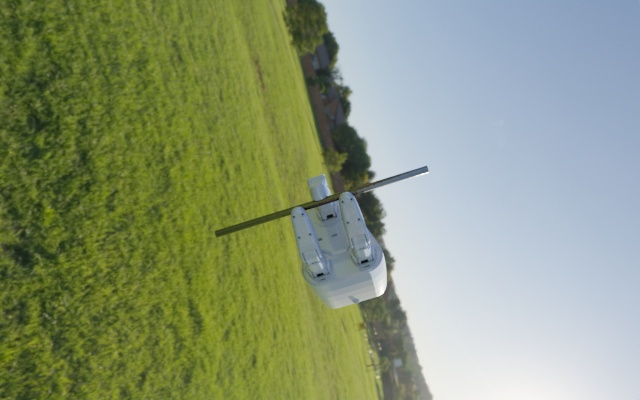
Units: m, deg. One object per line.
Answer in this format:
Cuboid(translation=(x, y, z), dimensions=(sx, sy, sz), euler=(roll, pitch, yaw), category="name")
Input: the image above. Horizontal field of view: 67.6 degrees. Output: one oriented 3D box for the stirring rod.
Cuboid(translation=(0.000, 0.002, 0.518), dimensions=(0.239, 0.011, 0.011), euler=(-17, -1, 3), category="stirring rod")
